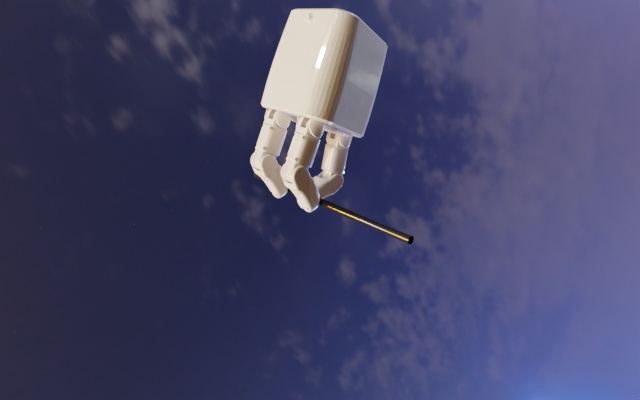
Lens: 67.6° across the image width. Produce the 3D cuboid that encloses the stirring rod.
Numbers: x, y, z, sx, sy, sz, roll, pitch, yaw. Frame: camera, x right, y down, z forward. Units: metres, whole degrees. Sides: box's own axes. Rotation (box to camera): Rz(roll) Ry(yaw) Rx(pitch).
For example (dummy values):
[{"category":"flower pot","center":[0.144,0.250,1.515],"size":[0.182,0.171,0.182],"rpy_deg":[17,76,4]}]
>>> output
[{"category":"stirring rod","center":[0.000,0.002,0.502],"size":[0.011,0.011,0.239],"rpy_deg":[0,16,-43]}]
